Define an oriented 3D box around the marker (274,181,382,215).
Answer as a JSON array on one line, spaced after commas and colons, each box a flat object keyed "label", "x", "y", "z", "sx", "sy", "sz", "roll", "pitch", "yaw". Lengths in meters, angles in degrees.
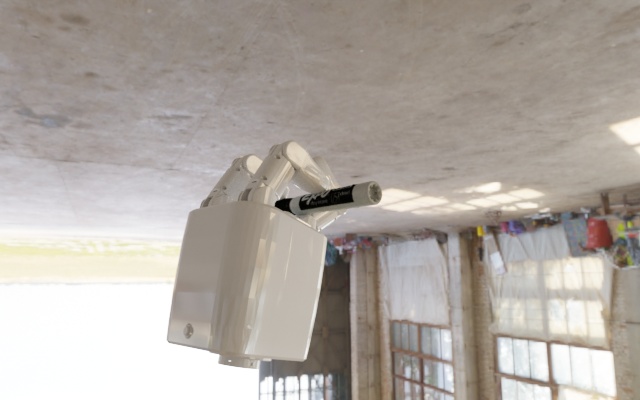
[{"label": "marker", "x": 0.000, "y": 0.001, "z": 0.407, "sx": 0.020, "sy": 0.020, "sz": 0.121, "roll": 0, "pitch": -7, "yaw": -44}]
